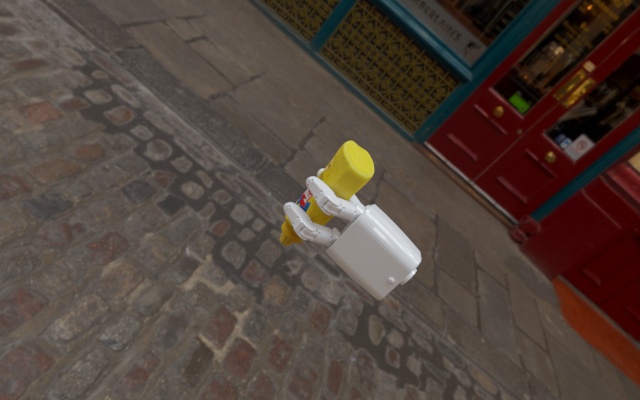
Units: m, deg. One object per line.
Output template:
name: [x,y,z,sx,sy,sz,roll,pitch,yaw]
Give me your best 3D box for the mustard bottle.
mustard bottle: [0.000,0.002,0.723,0.058,0.192,0.096,34,27,-16]
